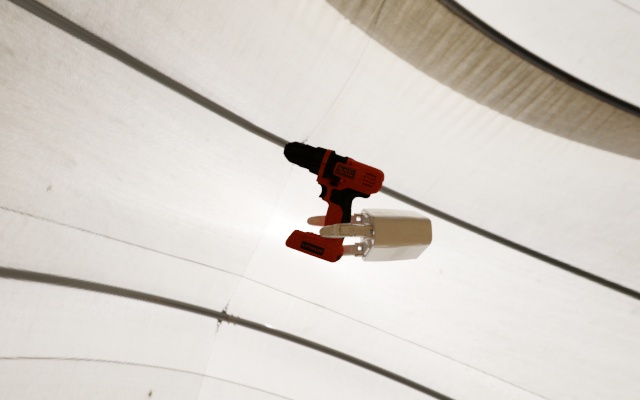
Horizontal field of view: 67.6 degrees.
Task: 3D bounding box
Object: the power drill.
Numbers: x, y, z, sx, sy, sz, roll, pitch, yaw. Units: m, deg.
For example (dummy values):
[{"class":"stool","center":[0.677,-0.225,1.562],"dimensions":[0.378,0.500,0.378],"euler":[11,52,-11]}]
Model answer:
[{"class":"power drill","center":[0.000,0.003,0.844],"dimensions":[0.184,0.188,0.057],"euler":[20,10,7]}]
